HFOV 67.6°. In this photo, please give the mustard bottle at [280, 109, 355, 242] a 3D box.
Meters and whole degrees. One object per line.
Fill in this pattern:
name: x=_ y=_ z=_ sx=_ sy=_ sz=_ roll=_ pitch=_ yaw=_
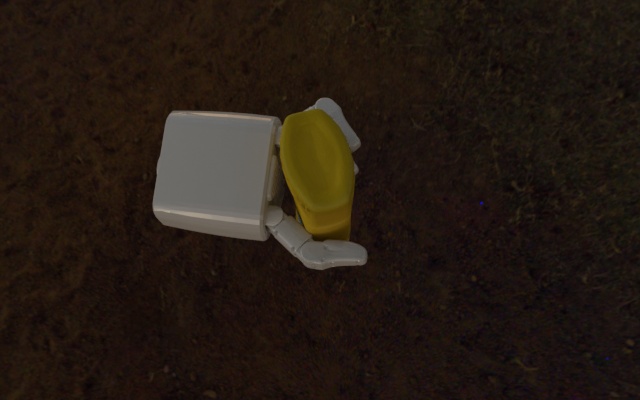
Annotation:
mustard bottle: x=0.000 y=0.001 z=0.468 sx=0.058 sy=0.096 sz=0.192 roll=-16 pitch=-23 yaw=-5
